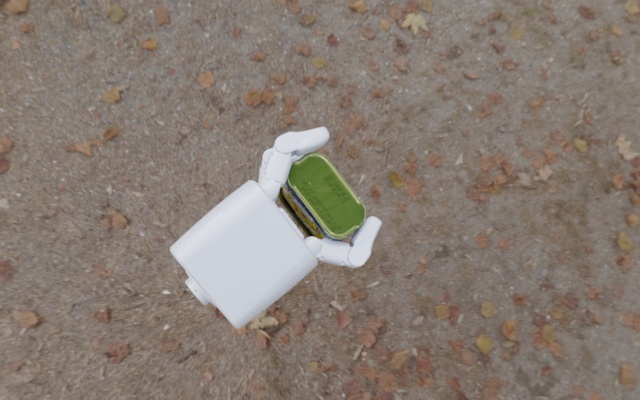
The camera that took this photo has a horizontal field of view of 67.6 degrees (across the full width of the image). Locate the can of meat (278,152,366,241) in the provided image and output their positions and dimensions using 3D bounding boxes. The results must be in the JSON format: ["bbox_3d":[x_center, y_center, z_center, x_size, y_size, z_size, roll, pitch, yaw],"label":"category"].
[{"bbox_3d":[0.000,0.002,0.535,0.057,0.102,0.084,-37,-3,-14],"label":"can of meat"}]
